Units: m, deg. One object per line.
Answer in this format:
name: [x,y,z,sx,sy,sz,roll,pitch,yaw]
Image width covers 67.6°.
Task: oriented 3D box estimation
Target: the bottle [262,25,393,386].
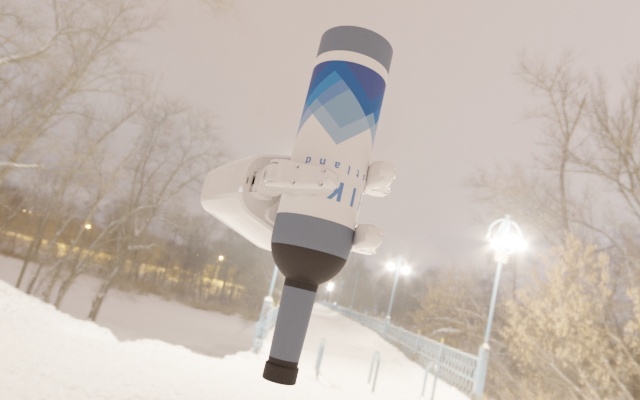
bottle: [0.000,0.001,0.403,0.069,0.295,0.069,13,-11,3]
